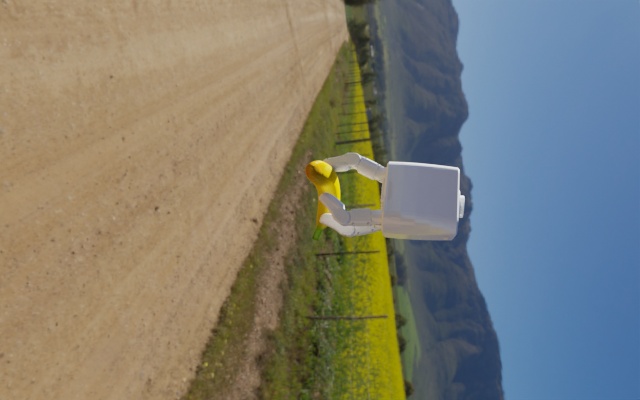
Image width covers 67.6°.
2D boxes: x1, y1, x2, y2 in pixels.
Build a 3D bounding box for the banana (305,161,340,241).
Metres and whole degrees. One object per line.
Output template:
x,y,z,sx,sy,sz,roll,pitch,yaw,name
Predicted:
0.006,-0.010,0.752,0.037,0.069,0.198,14,-33,14,banana
